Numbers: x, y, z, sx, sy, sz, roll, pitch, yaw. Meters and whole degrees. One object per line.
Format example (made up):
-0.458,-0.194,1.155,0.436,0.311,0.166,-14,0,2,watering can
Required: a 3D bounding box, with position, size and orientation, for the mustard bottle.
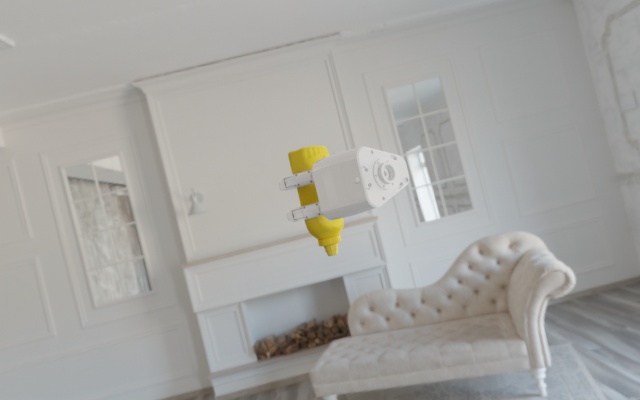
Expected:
0.000,0.003,0.837,0.058,0.191,0.096,-14,-1,26,mustard bottle
